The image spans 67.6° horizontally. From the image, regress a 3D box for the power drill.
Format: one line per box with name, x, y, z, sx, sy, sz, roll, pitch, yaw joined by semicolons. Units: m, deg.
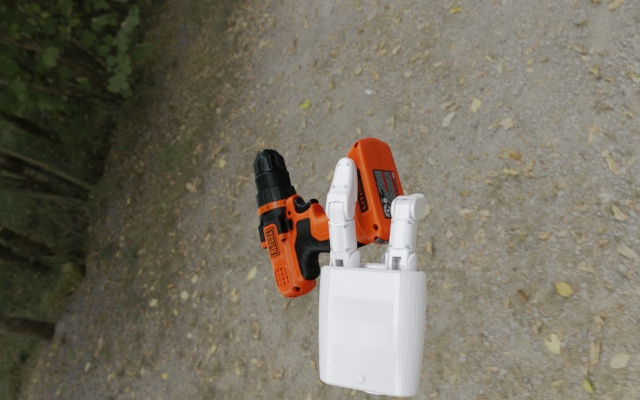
power drill;0.000;0.002;0.530;0.057;0.184;0.188;-3;-17;-45
